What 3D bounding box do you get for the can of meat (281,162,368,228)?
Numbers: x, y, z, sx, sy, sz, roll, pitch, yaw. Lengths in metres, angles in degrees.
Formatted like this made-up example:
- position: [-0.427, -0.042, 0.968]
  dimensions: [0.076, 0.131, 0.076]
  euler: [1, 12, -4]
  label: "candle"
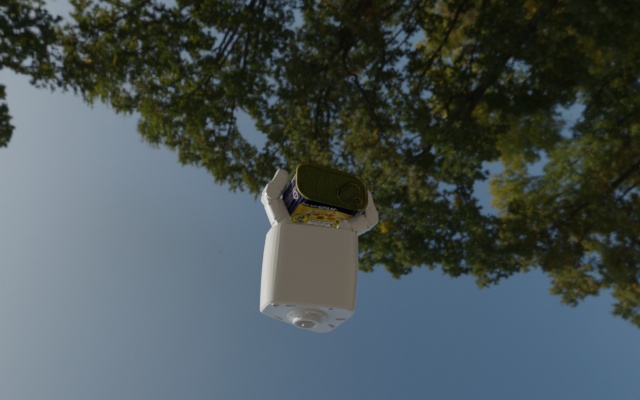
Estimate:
- position: [0.000, 0.002, 0.647]
  dimensions: [0.102, 0.057, 0.084]
  euler: [13, -36, -20]
  label: "can of meat"
